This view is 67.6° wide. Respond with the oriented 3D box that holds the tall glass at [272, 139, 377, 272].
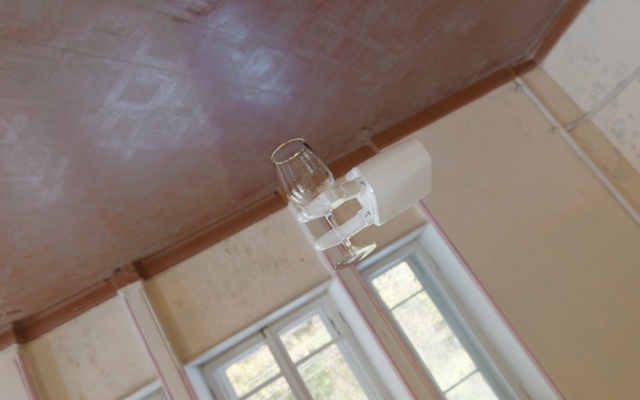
[{"bbox_3d":[0.000,0.003,0.720,0.079,0.201,0.079,-29,-18,-10],"label":"tall glass"}]
